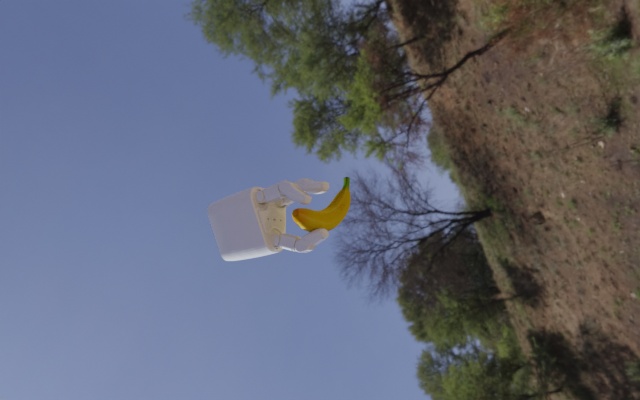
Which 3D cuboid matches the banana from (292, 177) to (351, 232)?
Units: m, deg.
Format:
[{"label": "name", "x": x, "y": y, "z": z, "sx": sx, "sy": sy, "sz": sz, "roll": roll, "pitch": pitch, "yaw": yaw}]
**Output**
[{"label": "banana", "x": 0.008, "y": 0.019, "z": 0.814, "sx": 0.037, "sy": 0.069, "sz": 0.197, "roll": -13, "pitch": 12, "yaw": 30}]
